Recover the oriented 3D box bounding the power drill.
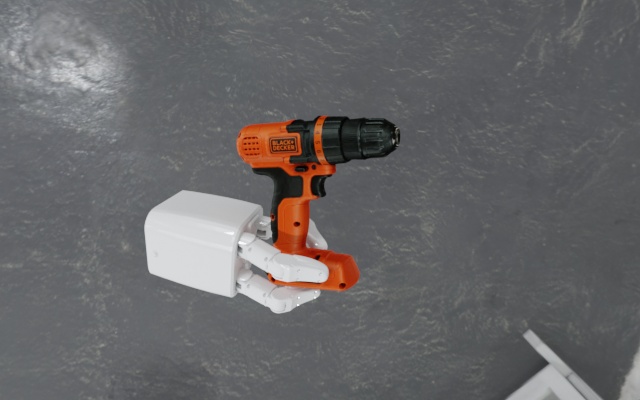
[{"bbox_3d":[0.000,0.002,0.528,0.184,0.188,0.057,1,11,25],"label":"power drill"}]
